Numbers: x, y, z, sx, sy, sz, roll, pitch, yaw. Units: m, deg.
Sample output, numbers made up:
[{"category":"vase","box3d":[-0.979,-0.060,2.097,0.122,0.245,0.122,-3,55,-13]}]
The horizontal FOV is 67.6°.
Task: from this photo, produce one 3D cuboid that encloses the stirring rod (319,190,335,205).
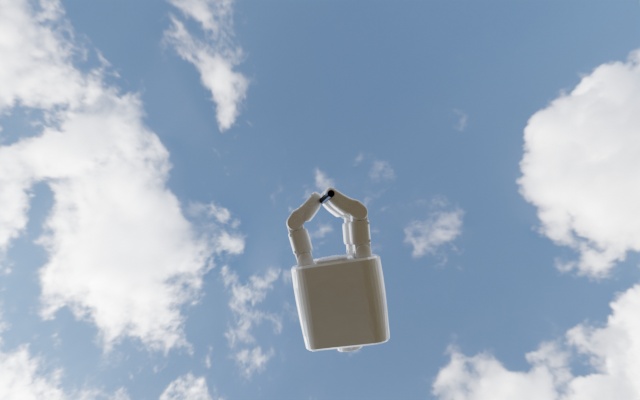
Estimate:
[{"category":"stirring rod","box3d":[0.000,0.002,0.639,0.011,0.011,0.239,0,-5,-5]}]
